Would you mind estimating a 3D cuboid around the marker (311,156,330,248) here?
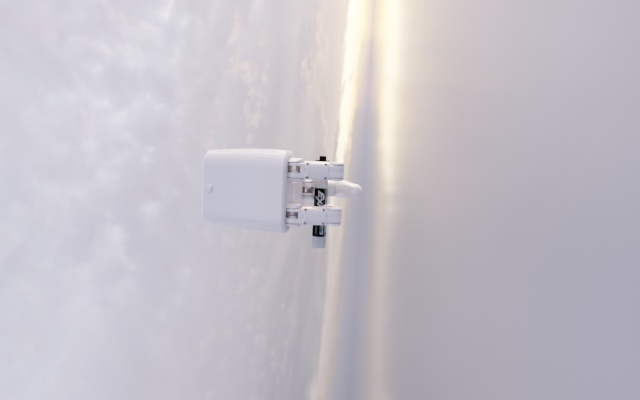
[{"bbox_3d":[0.000,0.002,0.629,0.020,0.121,0.020,3,5,0],"label":"marker"}]
